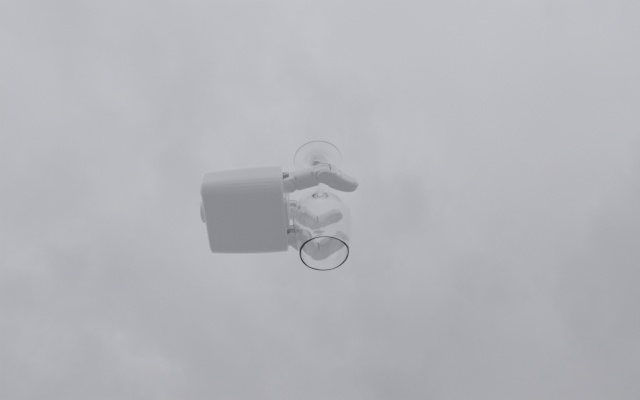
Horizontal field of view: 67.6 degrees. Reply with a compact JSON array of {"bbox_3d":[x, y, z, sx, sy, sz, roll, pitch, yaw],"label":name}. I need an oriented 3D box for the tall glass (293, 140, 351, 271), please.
[{"bbox_3d":[0.000,0.002,0.662,0.079,0.079,0.200,0,40,-4],"label":"tall glass"}]
